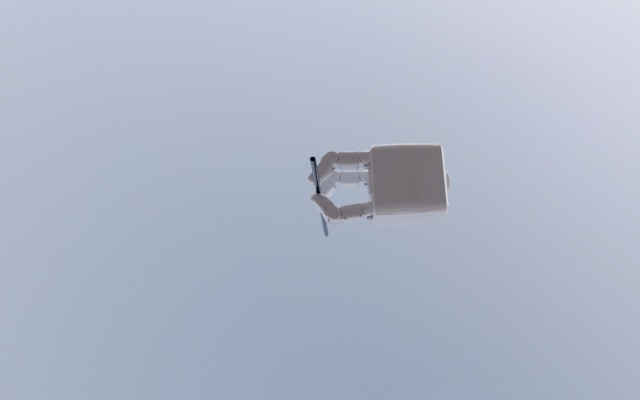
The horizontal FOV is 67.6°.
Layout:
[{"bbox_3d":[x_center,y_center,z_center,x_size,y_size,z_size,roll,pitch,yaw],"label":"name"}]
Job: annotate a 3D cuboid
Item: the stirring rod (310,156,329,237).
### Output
[{"bbox_3d":[0.000,0.002,0.737,0.011,0.011,0.240,0,-29,6],"label":"stirring rod"}]
